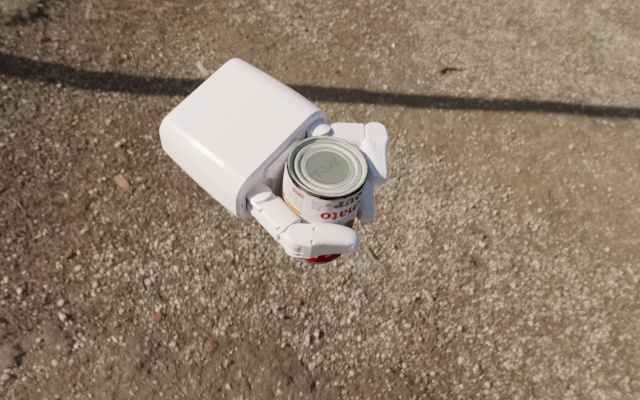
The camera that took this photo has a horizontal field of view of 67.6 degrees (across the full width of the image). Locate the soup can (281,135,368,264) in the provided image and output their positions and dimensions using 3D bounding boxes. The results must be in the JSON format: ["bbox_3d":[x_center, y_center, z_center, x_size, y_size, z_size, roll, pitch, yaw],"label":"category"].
[{"bbox_3d":[0.000,0.002,0.418,0.068,0.068,0.102,0,-37,-9],"label":"soup can"}]
